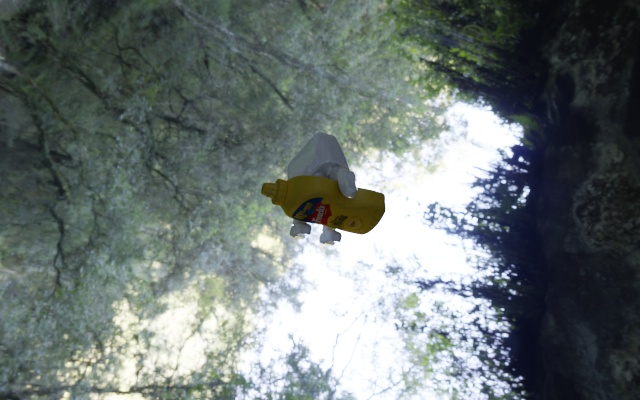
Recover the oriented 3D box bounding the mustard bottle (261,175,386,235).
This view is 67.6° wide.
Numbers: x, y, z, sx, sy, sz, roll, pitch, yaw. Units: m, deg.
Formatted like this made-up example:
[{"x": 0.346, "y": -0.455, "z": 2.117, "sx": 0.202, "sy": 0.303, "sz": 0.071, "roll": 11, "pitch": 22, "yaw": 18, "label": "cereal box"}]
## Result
[{"x": 0.000, "y": 0.003, "z": 0.752, "sx": 0.191, "sy": 0.058, "sz": 0.096, "roll": 14, "pitch": -33, "yaw": -20, "label": "mustard bottle"}]
